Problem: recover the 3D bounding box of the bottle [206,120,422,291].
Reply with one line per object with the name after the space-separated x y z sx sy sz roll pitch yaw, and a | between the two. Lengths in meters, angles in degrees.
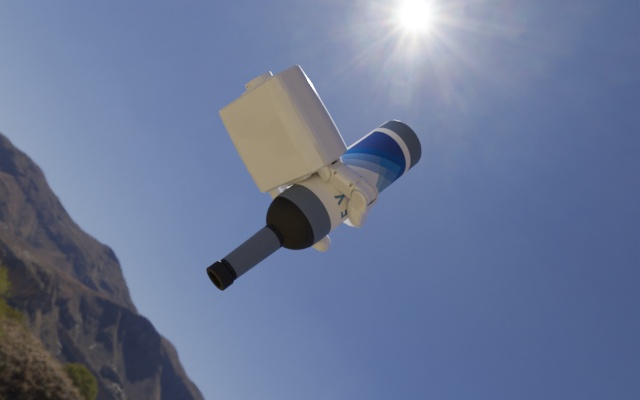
0.000 0.002 0.534 0.295 0.069 0.069 -36 21 -31 | bottle
